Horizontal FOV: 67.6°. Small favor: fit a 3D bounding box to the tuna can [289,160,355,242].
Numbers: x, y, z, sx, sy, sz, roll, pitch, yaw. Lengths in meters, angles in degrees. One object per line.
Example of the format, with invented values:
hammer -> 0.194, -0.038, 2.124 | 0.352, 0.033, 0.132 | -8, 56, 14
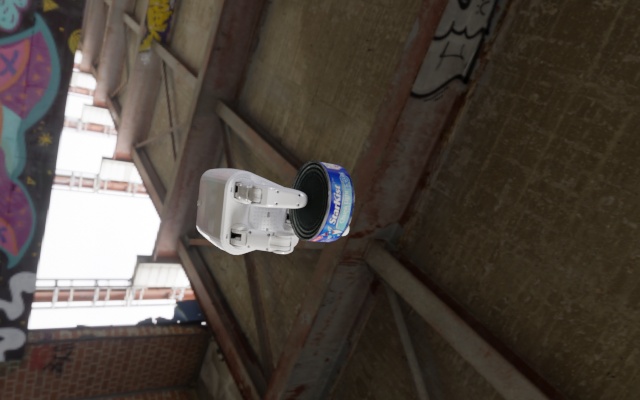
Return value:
tuna can -> 0.001, 0.002, 0.513 | 0.034, 0.086, 0.086 | 7, -4, -30
